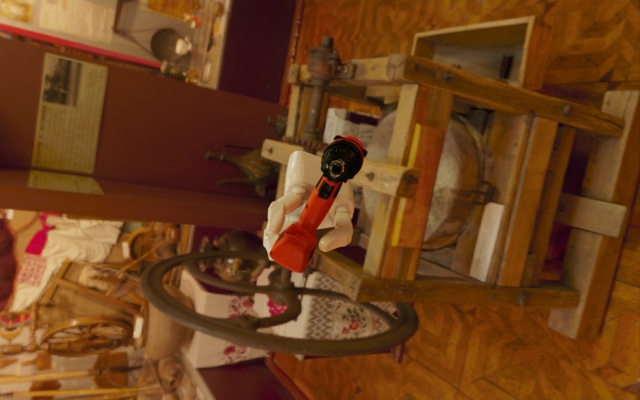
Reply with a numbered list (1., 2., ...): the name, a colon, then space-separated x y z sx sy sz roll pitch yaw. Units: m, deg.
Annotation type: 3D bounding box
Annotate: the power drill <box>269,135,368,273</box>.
1. power drill: 0.000 0.002 0.641 0.057 0.188 0.184 31 15 2
